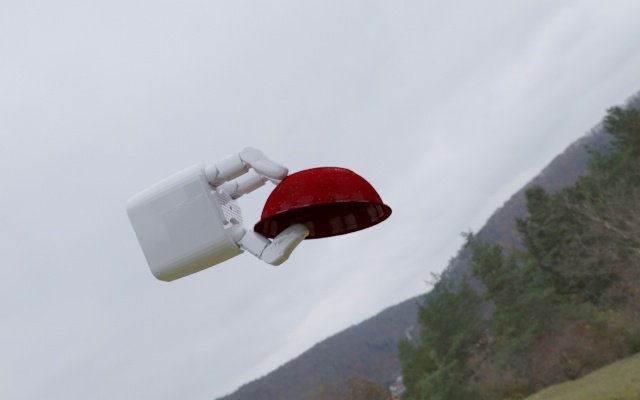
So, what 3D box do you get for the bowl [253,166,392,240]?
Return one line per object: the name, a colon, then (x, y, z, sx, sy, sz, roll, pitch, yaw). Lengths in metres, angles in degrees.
bowl: (0.001, 0.001, 0.560, 0.162, 0.055, 0.162, -7, -17, -2)
